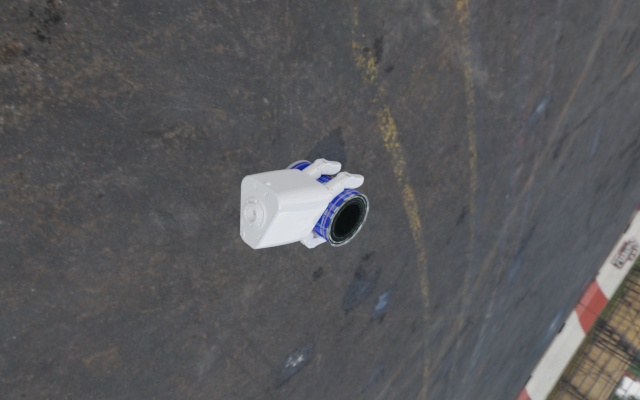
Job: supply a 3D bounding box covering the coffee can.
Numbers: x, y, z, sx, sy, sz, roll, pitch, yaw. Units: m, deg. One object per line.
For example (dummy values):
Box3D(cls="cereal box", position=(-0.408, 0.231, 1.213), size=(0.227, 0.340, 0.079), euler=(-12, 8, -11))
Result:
Box3D(cls="coffee can", position=(0.000, 0.003, 0.849), size=(0.140, 0.103, 0.103), euler=(33, 20, 34))
